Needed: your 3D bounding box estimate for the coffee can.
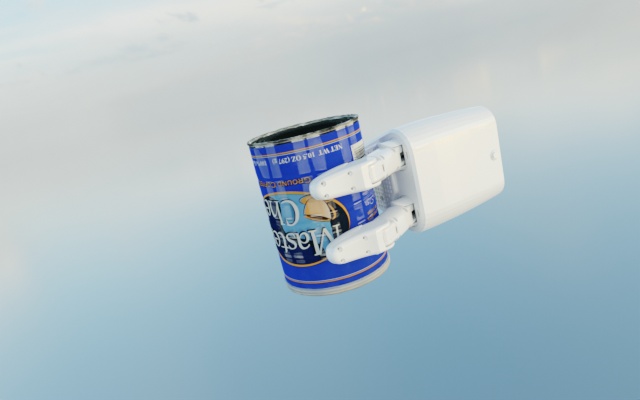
[{"bbox_3d":[0.000,0.002,0.441,0.103,0.140,0.102,-13,15,4],"label":"coffee can"}]
